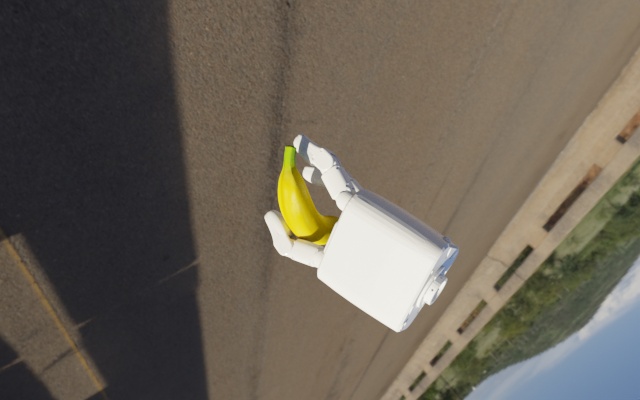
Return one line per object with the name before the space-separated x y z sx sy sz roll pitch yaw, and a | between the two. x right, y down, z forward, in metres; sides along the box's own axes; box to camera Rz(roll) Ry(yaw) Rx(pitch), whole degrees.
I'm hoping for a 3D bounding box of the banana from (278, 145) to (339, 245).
banana | -0.009 0.016 0.566 0.037 0.069 0.198 19 -20 24
